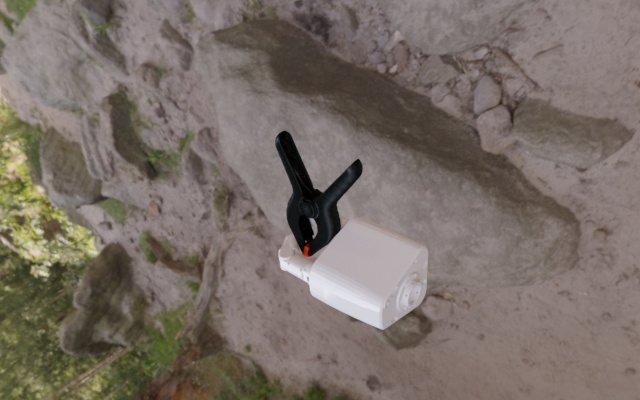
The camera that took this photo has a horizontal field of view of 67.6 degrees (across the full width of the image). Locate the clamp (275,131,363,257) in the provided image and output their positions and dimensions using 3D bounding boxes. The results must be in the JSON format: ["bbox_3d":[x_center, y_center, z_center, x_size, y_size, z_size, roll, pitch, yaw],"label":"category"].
[{"bbox_3d":[0.000,0.002,0.599,0.120,0.172,0.039,21,40,36],"label":"clamp"}]
